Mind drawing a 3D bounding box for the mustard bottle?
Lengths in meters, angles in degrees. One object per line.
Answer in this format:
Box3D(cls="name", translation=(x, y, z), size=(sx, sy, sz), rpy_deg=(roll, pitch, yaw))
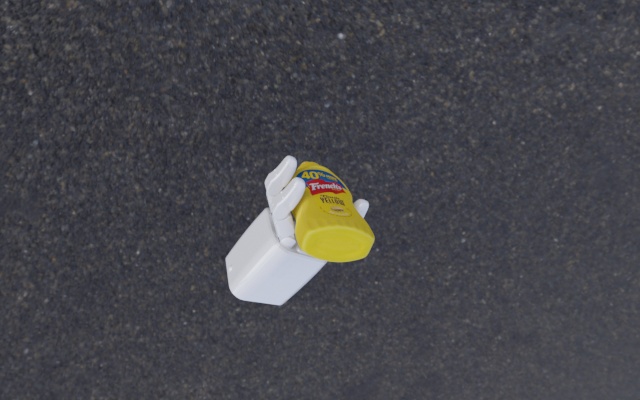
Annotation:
Box3D(cls="mustard bottle", translation=(0.000, 0.002, 0.656), size=(0.096, 0.058, 0.191), rpy_deg=(7, 32, -21))
